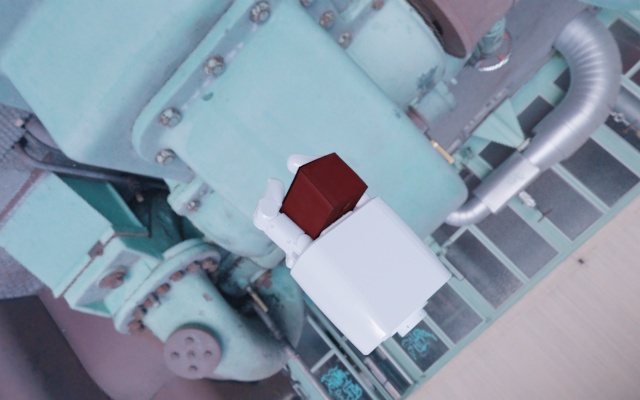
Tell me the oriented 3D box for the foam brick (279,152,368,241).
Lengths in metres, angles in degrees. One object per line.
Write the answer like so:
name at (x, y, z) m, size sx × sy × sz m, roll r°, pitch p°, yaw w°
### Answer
foam brick at (0.000, 0.001, 0.466) m, size 0.053 × 0.051 × 0.078 m, roll -28°, pitch -22°, yaw -40°
